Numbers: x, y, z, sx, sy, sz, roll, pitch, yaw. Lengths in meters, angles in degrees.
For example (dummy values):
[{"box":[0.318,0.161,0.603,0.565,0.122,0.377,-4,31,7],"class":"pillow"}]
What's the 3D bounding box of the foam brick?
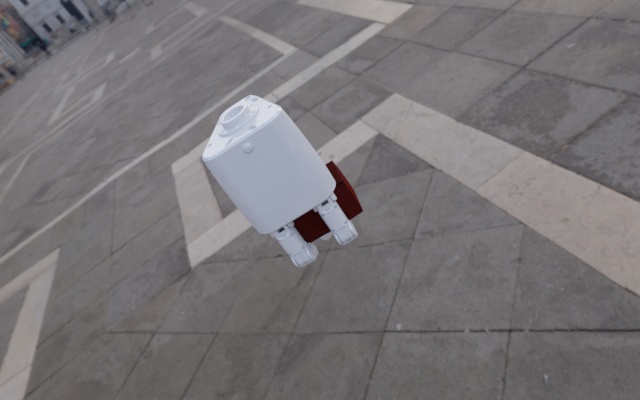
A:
[{"box":[0.000,0.002,0.552,0.078,0.051,0.053,-31,32,6],"class":"foam brick"}]
